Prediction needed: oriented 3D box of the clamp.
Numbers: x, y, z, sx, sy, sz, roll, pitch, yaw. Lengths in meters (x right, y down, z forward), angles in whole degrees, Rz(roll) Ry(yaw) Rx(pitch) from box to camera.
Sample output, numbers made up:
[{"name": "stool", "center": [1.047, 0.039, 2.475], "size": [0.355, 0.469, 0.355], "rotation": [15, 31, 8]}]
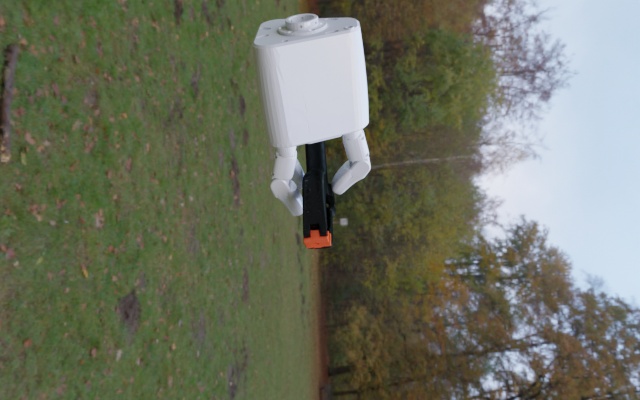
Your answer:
[{"name": "clamp", "center": [0.001, 0.002, 0.592], "size": [0.036, 0.165, 0.209], "rotation": [-7, 35, 5]}]
